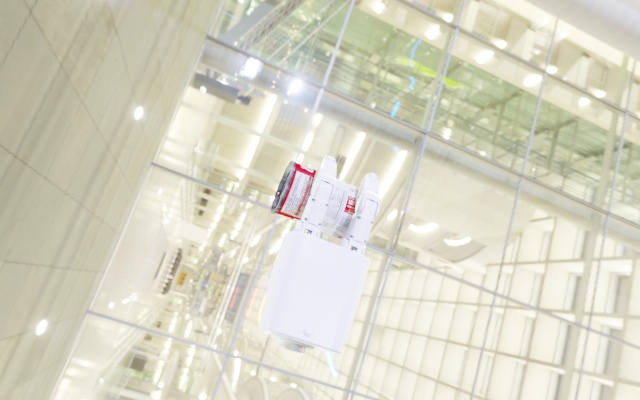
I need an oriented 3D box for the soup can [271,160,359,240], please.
[{"bbox_3d":[0.000,0.002,0.572,0.102,0.068,0.068,21,-5,-12],"label":"soup can"}]
